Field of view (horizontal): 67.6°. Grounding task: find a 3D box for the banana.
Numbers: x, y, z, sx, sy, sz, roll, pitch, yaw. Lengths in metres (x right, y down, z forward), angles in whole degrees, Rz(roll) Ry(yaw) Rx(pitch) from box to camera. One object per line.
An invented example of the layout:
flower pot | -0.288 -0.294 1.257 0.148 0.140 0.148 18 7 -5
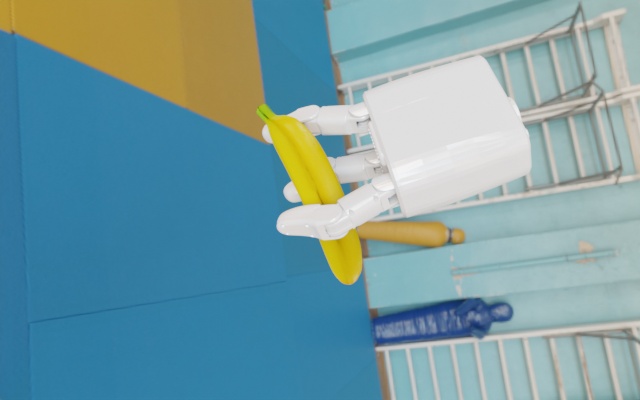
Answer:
banana | 0.003 0.003 0.428 0.037 0.198 0.069 -26 19 -5
